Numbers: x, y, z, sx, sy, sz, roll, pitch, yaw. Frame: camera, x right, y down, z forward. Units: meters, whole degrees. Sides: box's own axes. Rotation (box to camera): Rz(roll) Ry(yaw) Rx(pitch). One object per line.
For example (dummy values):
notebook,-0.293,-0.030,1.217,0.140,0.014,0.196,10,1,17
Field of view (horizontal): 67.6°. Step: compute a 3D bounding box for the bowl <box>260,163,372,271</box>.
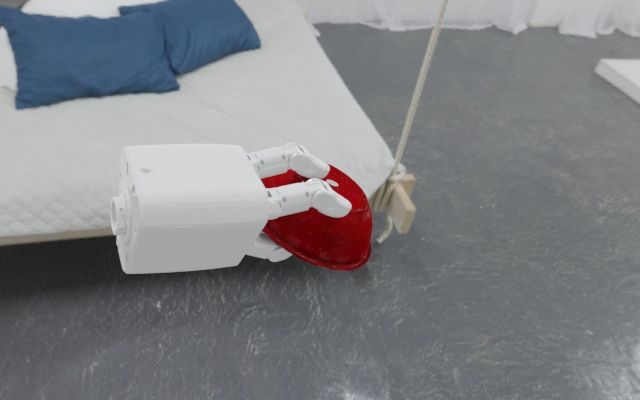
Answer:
bowl,0.001,0.001,0.532,0.162,0.055,0.162,26,27,-14
